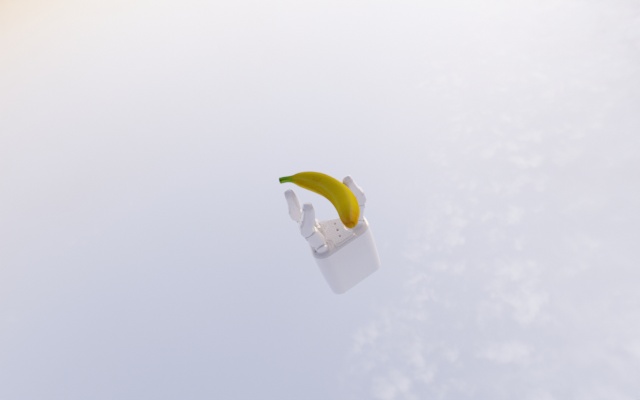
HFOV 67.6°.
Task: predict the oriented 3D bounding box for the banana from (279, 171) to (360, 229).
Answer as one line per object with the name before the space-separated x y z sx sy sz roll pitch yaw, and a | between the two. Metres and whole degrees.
banana | 0.012 -0.008 0.775 0.069 0.037 0.197 -34 38 -22
